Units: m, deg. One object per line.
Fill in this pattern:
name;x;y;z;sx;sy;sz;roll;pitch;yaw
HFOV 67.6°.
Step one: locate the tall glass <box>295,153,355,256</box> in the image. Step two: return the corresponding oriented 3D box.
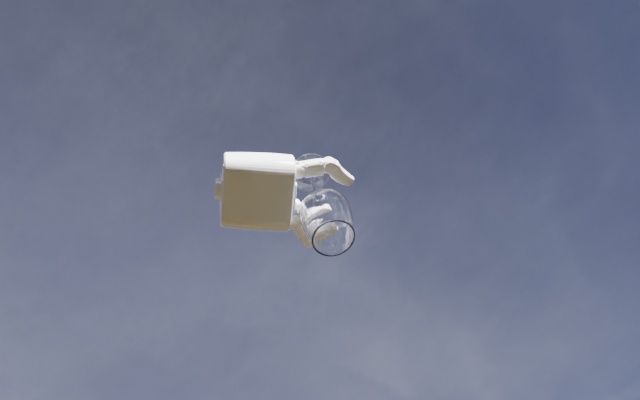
tall glass;0.000;0.002;0.742;0.079;0.079;0.201;0;31;-13
